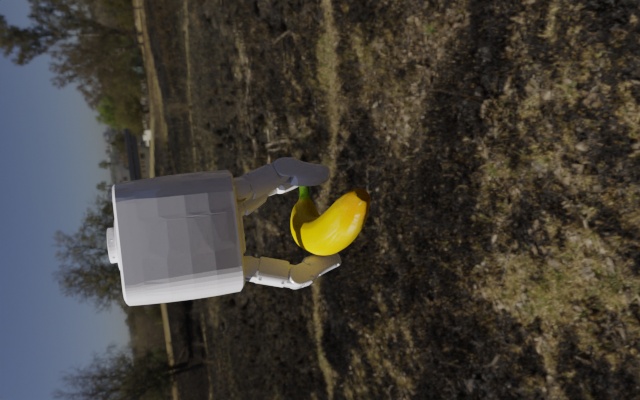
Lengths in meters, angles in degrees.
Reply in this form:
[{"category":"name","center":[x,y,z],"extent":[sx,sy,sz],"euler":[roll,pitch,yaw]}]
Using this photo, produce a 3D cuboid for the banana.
[{"category":"banana","center":[0.000,0.020,0.464],"extent":[0.037,0.069,0.198],"euler":[-5,5,-18]}]
